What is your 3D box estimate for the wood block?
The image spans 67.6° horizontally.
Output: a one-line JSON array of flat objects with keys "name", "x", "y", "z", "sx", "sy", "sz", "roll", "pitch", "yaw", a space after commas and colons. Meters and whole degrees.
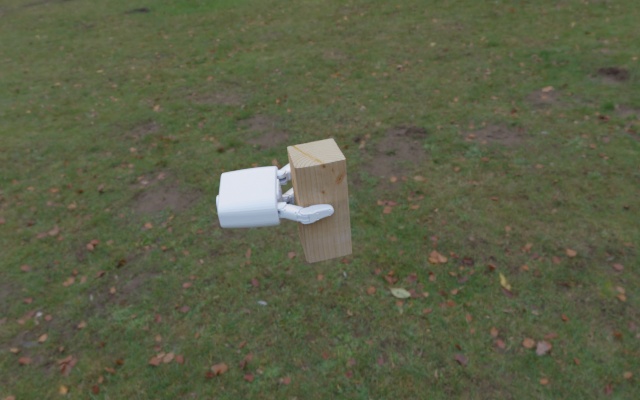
[{"name": "wood block", "x": 0.000, "y": 0.003, "z": 0.890, "sx": 0.090, "sy": 0.206, "sz": 0.090, "roll": -11, "pitch": 33, "yaw": -8}]
